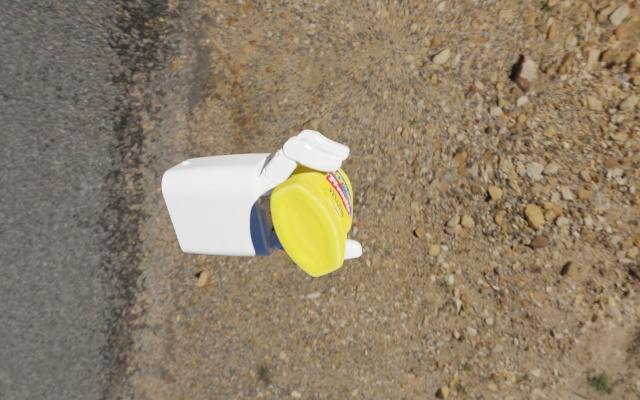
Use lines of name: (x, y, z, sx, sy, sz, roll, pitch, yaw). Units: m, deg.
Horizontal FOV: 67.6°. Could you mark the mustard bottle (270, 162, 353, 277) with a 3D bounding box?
mustard bottle: (0.000, 0.002, 0.529, 0.058, 0.096, 0.191, -25, 12, 15)
